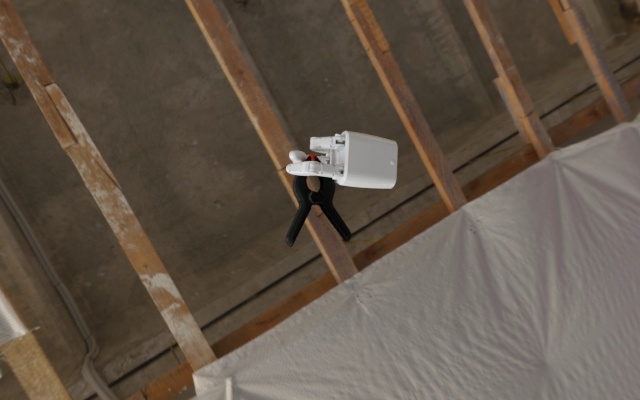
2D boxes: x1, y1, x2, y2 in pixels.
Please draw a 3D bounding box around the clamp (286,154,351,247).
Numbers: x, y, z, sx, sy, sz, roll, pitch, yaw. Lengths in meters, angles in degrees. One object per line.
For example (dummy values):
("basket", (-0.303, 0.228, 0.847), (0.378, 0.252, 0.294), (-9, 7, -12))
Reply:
("clamp", (0.000, 0.003, 0.872), (0.120, 0.171, 0.039), (6, -7, -20))
